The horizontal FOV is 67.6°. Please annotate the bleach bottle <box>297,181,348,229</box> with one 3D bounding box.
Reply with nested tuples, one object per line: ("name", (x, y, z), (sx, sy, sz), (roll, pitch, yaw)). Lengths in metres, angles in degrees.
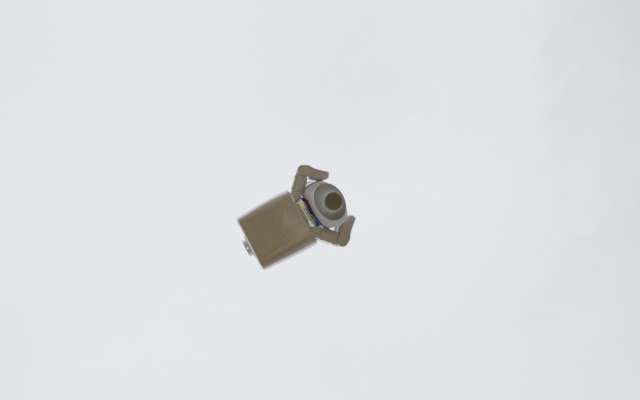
("bleach bottle", (0.000, 0.003, 0.868), (0.068, 0.102, 0.251), (-28, 0, -9))
